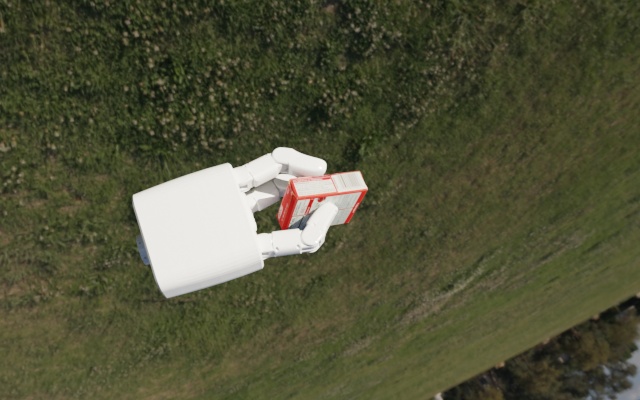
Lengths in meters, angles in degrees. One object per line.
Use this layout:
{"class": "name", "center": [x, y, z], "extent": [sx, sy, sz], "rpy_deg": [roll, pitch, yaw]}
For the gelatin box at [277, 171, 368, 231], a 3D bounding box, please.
{"class": "gelatin box", "center": [0.001, 0.002, 0.549], "extent": [0.089, 0.030, 0.073], "rpy_deg": [-8, -31, -22]}
